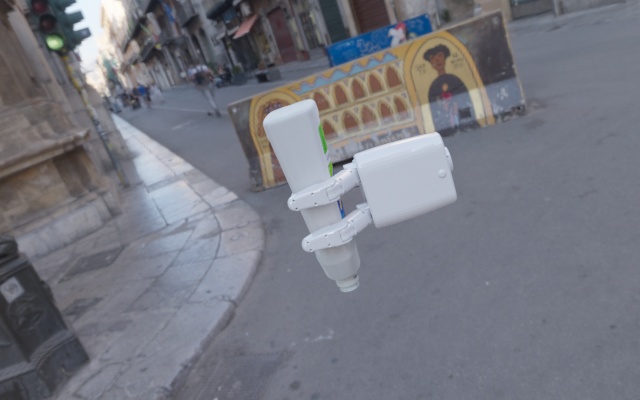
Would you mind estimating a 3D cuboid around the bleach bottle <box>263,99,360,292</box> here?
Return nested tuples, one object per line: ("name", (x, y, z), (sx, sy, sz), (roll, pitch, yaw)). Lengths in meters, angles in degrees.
("bleach bottle", (0.000, 0.002, 0.621), (0.068, 0.251, 0.102), (-17, 18, 6))
